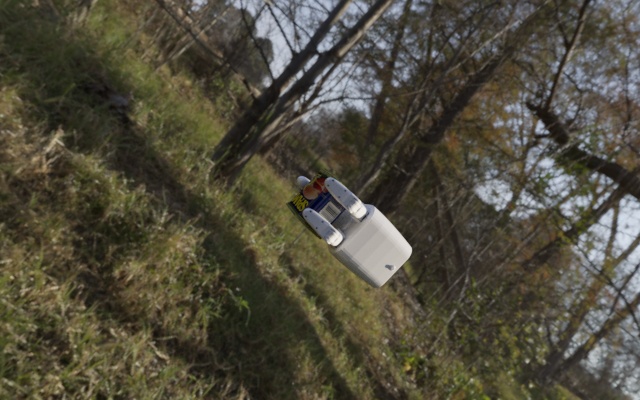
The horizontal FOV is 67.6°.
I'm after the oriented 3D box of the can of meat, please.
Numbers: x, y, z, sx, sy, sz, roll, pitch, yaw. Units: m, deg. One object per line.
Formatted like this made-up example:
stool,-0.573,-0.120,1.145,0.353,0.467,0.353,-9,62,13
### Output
can of meat,0.000,0.002,0.750,0.057,0.084,0.102,44,0,-21
